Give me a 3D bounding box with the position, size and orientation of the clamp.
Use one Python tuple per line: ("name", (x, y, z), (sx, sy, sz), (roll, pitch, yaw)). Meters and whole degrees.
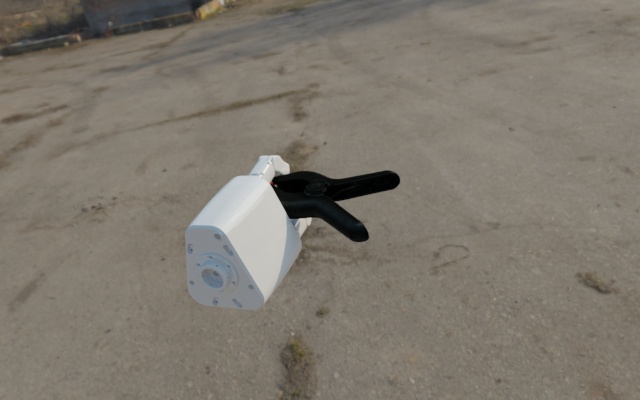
("clamp", (0.000, 0.001, 0.561), (0.171, 0.039, 0.120), (0, 30, 21))
